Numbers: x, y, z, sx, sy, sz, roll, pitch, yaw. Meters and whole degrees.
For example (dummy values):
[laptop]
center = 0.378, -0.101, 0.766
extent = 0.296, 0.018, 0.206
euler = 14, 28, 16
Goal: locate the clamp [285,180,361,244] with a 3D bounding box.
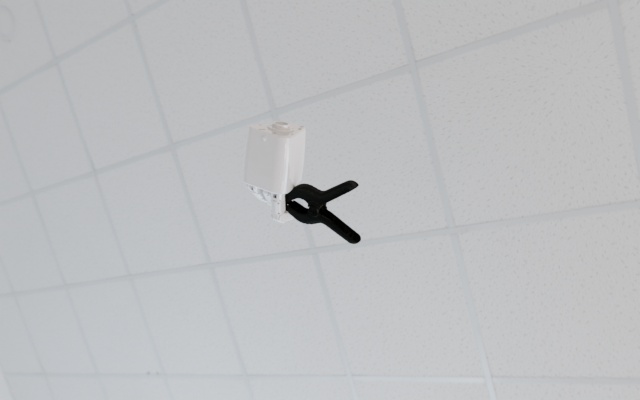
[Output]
[clamp]
center = 0.000, 0.003, 0.861
extent = 0.171, 0.120, 0.039
euler = 18, 26, 23
